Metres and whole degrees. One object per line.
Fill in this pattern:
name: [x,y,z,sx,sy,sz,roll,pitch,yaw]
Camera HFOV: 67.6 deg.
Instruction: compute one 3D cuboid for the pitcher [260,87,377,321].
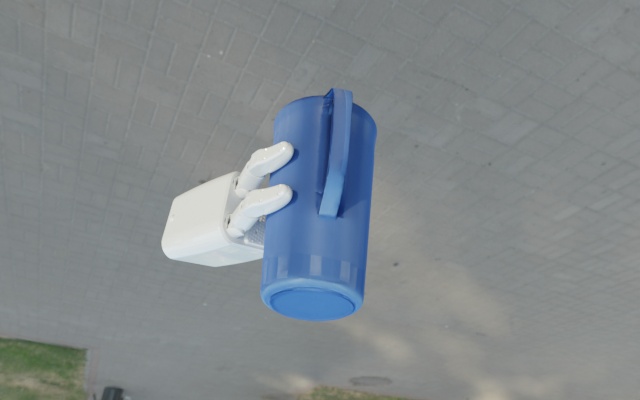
pitcher: [0.000,0.002,0.546,0.145,0.242,0.149,-16,-38,28]
